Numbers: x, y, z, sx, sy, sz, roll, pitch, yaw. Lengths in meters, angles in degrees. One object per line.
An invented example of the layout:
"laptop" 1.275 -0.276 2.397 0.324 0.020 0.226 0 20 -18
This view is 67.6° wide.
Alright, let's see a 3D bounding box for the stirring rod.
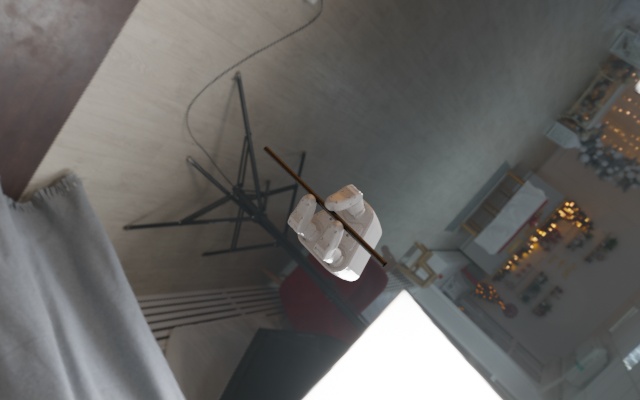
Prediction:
"stirring rod" 0.000 0.002 0.633 0.239 0.011 0.011 44 22 24
